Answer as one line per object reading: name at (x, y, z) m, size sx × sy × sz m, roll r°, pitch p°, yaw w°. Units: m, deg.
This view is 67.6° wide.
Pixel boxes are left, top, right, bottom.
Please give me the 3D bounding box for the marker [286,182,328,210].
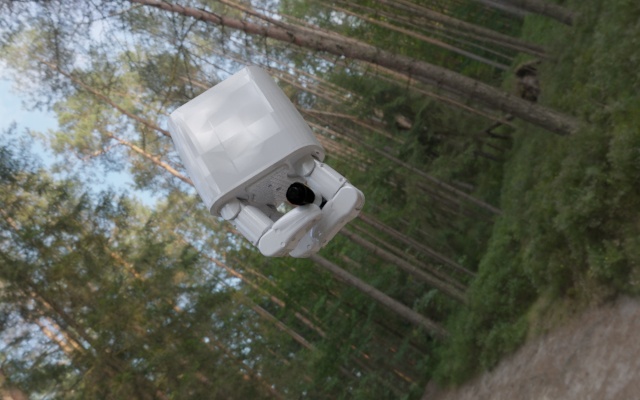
marker at (0.000, 0.001, 0.434) m, size 0.020 × 0.020 × 0.121 m, roll 0°, pitch -7°, yaw 21°
